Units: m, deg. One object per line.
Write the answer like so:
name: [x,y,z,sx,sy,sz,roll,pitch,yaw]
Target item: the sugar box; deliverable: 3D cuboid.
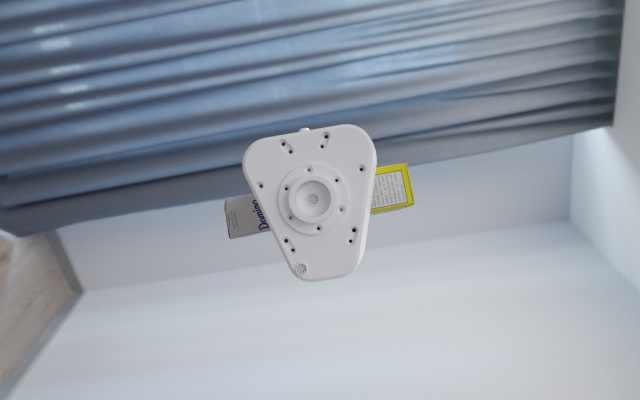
sugar box: [0.000,0.001,0.484,0.176,0.048,0.093,-9,-2,4]
